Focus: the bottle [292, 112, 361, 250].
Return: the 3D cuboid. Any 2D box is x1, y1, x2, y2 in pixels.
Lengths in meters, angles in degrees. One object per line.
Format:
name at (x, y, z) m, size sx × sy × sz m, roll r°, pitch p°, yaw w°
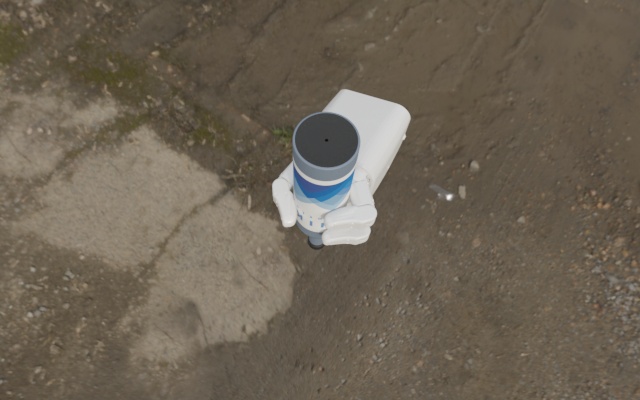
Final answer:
bottle at (0.000, 0.002, 0.596) m, size 0.069 × 0.069 × 0.296 m, roll 0°, pitch -24°, yaw -2°
